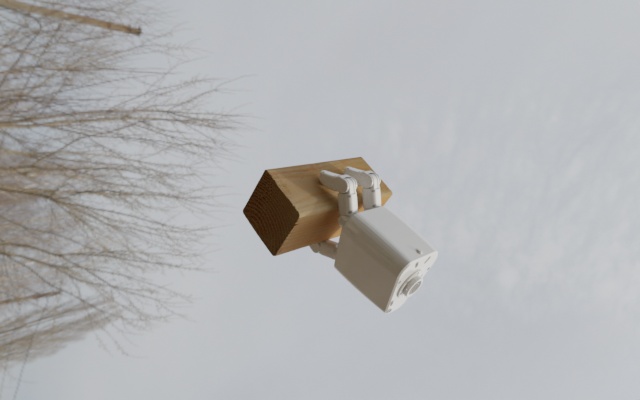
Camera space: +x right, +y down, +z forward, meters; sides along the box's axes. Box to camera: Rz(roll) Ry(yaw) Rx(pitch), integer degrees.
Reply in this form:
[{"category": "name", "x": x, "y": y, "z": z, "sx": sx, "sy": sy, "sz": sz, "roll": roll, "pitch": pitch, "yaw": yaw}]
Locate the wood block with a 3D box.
[{"category": "wood block", "x": 0.000, "y": 0.003, "z": 0.725, "sx": 0.206, "sy": 0.090, "sz": 0.091, "roll": -12, "pitch": -35, "yaw": -46}]
